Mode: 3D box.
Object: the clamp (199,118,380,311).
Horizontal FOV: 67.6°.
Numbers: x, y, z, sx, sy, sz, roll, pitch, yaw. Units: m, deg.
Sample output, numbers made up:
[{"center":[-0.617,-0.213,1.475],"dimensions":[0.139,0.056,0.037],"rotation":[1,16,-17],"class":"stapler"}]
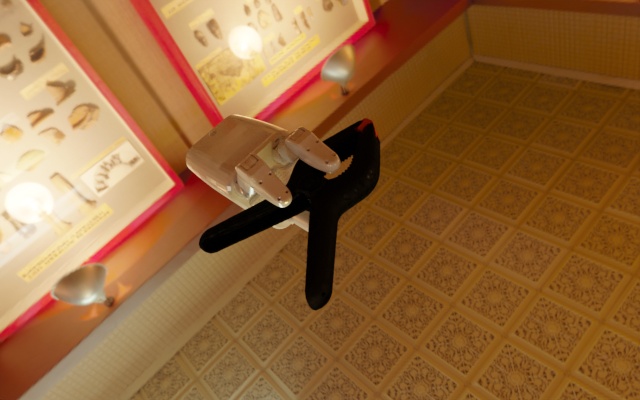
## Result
[{"center":[0.001,0.002,0.458],"dimensions":[0.164,0.210,0.036],"rotation":[27,-25,42],"class":"clamp"}]
